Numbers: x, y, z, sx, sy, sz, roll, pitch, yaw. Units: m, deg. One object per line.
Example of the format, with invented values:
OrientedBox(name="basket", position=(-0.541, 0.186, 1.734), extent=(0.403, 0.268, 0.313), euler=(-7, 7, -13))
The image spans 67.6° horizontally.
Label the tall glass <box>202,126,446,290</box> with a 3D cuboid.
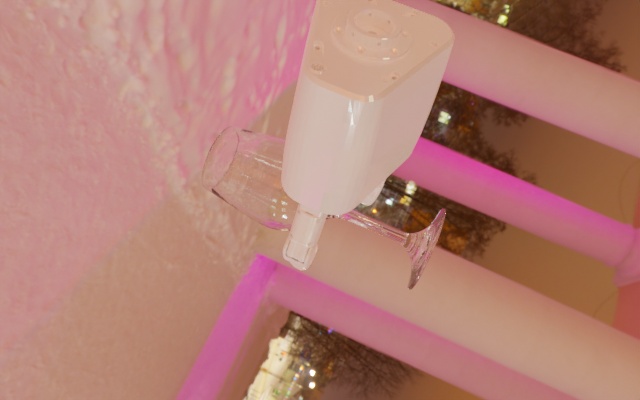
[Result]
OrientedBox(name="tall glass", position=(0.001, 0.002, 0.416), extent=(0.201, 0.079, 0.079), euler=(24, 3, 7))
